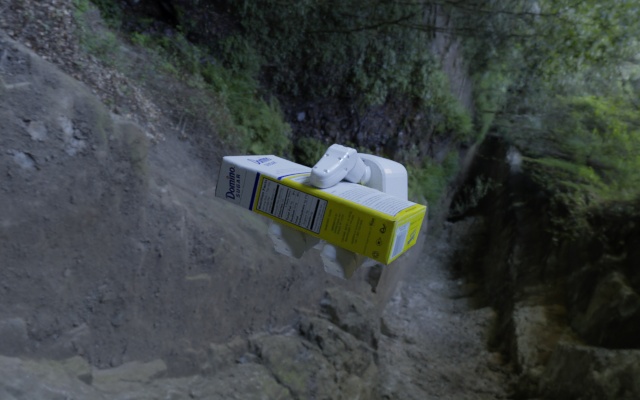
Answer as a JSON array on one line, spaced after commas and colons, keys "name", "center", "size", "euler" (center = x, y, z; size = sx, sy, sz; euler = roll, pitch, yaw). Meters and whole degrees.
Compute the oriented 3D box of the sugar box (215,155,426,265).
[{"name": "sugar box", "center": [0.000, 0.002, 0.447], "size": [0.176, 0.048, 0.093], "euler": [18, 13, 23]}]
